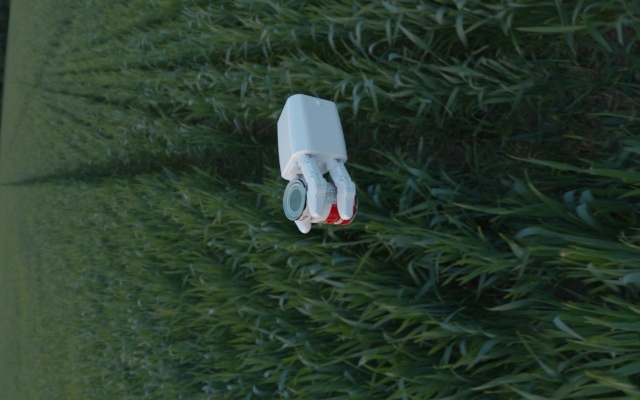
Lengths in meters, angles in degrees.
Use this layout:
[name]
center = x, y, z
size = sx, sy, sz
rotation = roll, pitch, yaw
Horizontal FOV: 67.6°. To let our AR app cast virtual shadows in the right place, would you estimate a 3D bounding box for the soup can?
[soup can]
center = 0.000, 0.003, 0.766
size = 0.102, 0.068, 0.068
rotation = 6, -3, -35
